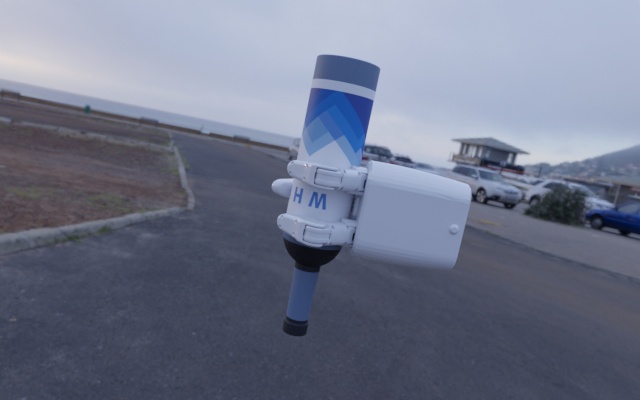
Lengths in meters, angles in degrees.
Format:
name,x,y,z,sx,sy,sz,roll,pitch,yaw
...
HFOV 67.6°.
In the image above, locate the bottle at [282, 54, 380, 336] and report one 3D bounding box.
name,x,y,z,sx,sy,sz,roll,pitch,yaw
bottle,0.000,0.001,0.509,0.069,0.296,0.069,11,8,-1
